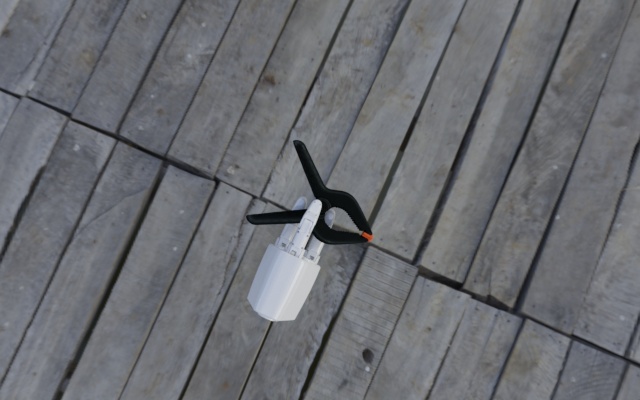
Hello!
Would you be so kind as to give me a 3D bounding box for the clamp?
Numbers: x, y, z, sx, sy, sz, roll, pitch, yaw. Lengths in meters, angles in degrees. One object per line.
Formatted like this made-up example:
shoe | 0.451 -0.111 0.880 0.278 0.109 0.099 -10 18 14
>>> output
clamp | 0.001 0.003 0.811 0.210 0.164 0.036 24 -5 2
